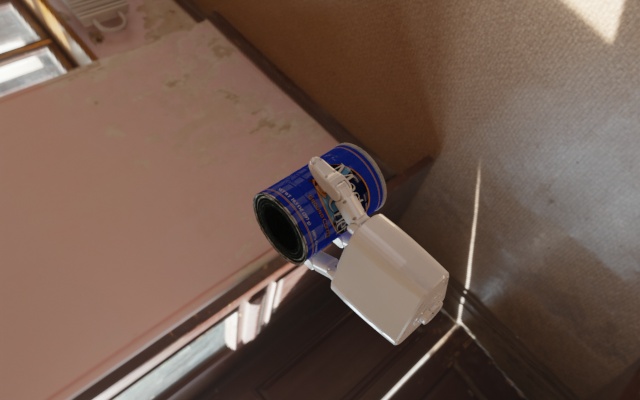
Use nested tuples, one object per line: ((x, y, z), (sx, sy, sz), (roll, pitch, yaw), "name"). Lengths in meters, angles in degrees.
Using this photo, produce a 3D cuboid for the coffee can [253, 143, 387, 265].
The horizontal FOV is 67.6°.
((0.000, 0.002, 0.611), (0.140, 0.103, 0.103), (-33, 17, -28), "coffee can")
